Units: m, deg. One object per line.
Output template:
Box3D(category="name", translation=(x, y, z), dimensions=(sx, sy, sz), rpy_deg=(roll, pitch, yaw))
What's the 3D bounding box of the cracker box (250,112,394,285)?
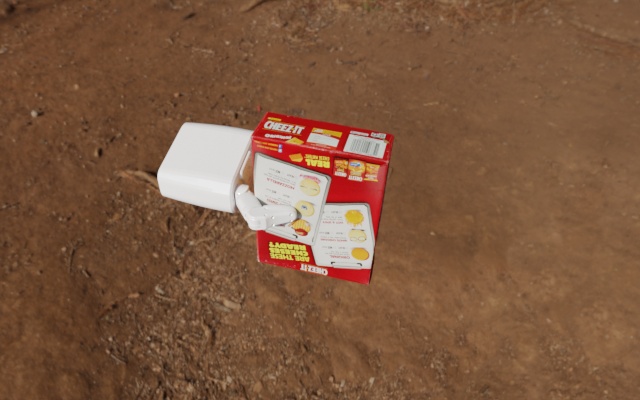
Box3D(category="cracker box", translation=(0.000, 0.002, 0.626), dimensions=(0.164, 0.214, 0.072), rpy_deg=(11, 42, 9))
